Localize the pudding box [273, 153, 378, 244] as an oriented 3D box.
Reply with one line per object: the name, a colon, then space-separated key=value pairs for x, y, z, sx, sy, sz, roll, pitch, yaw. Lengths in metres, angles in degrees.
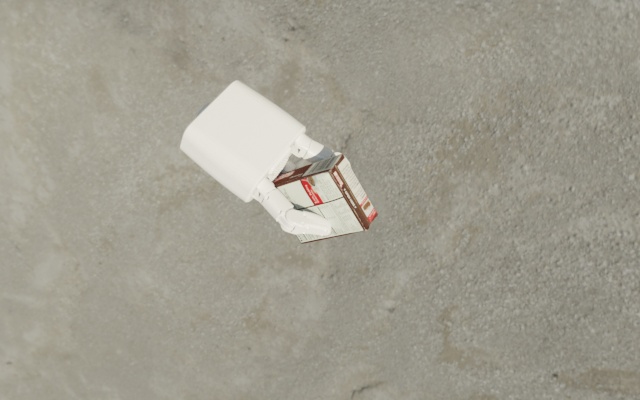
pudding box: x=0.000 y=0.002 z=0.582 sx=0.113 sy=0.090 sz=0.039 roll=-14 pitch=26 yaw=43
